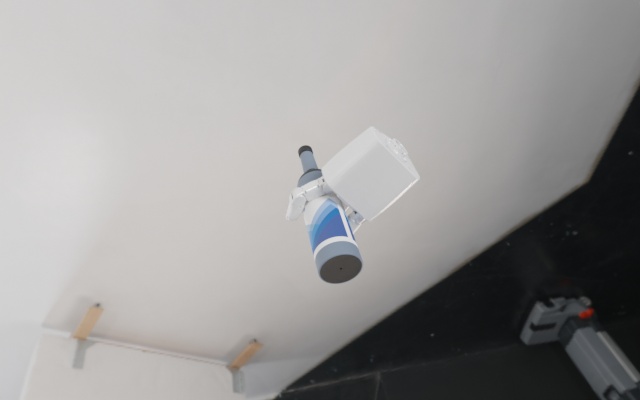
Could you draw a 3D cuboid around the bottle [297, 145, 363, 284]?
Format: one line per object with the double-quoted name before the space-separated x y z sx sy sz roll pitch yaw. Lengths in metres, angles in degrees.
"bottle" 0.000 0.003 0.789 0.069 0.069 0.295 0 41 -15
